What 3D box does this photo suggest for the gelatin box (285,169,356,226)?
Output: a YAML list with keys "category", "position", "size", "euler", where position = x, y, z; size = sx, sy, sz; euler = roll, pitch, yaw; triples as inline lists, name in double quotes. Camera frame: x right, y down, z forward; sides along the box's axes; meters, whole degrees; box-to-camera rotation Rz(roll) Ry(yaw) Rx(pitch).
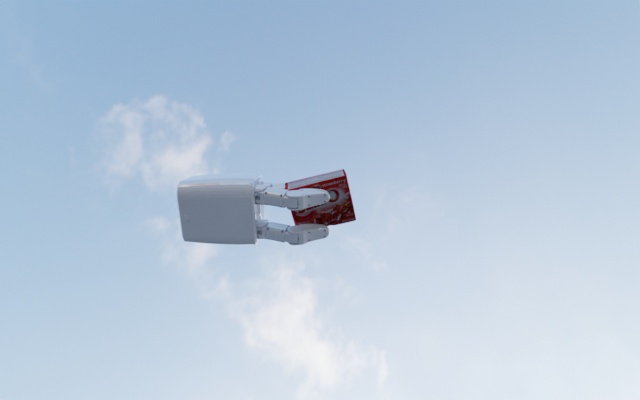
- category: "gelatin box"
  position: [0.000, 0.002, 0.680]
  size: [0.089, 0.073, 0.030]
  euler: [-14, 26, 1]
